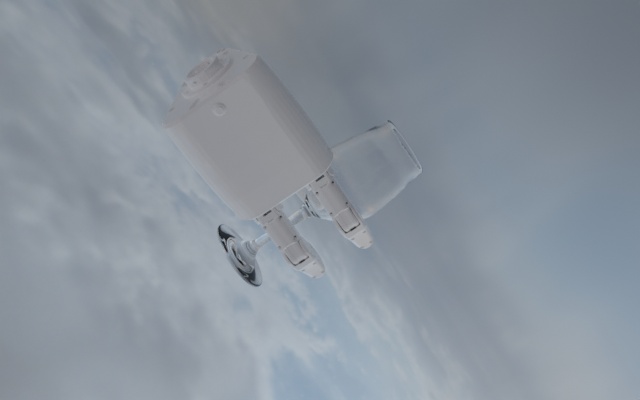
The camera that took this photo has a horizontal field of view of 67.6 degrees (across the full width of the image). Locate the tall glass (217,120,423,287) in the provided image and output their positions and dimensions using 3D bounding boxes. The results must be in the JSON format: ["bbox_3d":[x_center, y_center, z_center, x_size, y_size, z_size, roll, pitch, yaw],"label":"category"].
[{"bbox_3d":[0.000,0.002,0.475,0.201,0.079,0.079,-33,-4,6],"label":"tall glass"}]
